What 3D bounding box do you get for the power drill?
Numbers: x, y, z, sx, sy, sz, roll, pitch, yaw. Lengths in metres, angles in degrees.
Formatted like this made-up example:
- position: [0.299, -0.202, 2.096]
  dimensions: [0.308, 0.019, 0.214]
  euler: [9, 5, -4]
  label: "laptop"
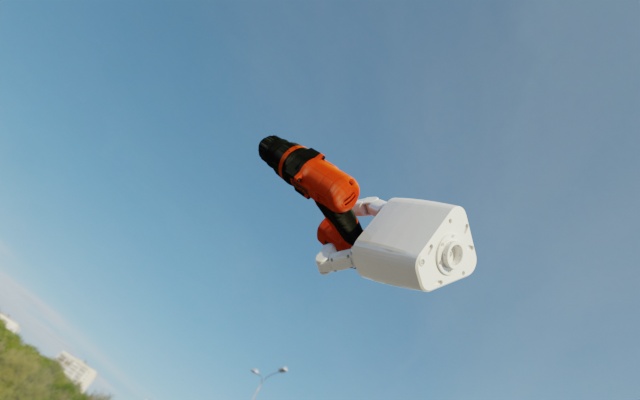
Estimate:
- position: [0.000, 0.003, 0.660]
  dimensions: [0.184, 0.057, 0.188]
  euler: [37, -15, 42]
  label: "power drill"
